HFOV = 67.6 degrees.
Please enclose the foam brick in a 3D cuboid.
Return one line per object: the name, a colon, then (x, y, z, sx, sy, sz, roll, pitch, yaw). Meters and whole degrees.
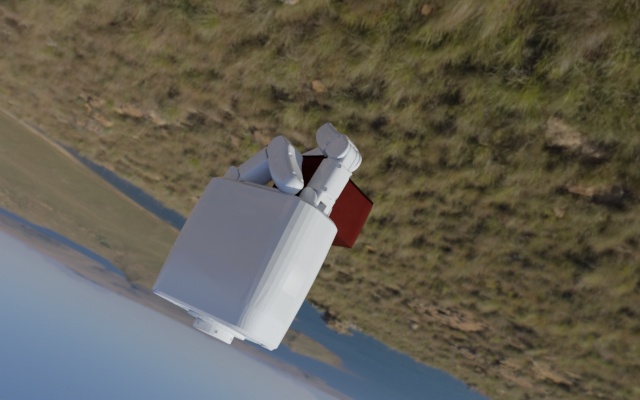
foam brick: (0.000, 0.002, 0.433, 0.053, 0.051, 0.078, 4, -29, 45)
